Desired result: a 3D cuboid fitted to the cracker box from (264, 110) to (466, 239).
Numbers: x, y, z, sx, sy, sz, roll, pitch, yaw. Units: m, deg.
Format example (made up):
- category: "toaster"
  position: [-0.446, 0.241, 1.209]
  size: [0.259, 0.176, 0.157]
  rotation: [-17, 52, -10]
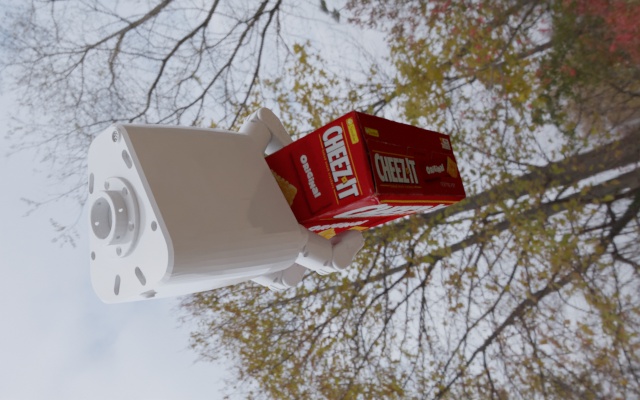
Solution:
- category: "cracker box"
  position: [0.000, 0.001, 0.440]
  size: [0.214, 0.072, 0.164]
  rotation: [-22, -12, 36]
